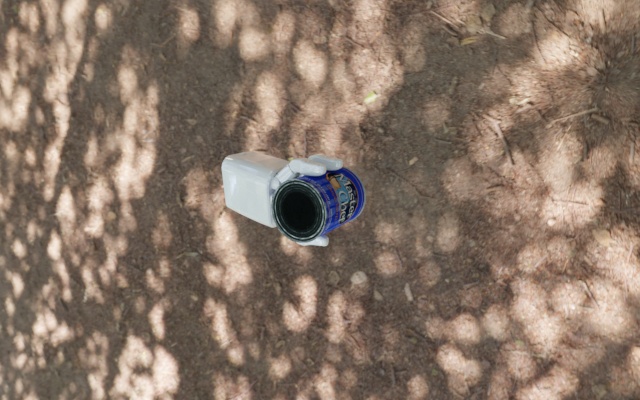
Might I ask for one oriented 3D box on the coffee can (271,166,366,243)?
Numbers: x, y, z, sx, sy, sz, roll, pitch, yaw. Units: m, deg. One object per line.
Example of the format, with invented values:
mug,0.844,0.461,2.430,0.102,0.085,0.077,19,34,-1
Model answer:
coffee can,0.000,0.003,0.795,0.103,0.103,0.140,0,12,31
